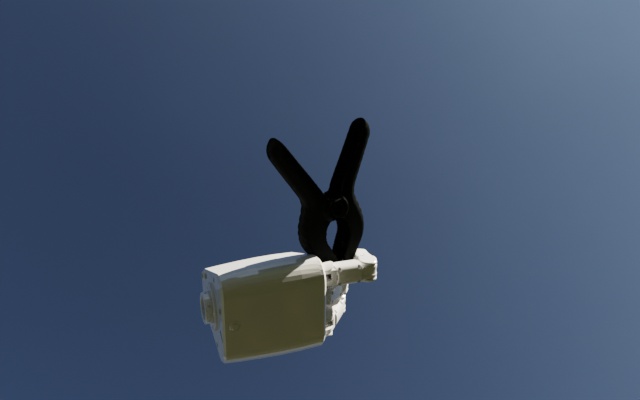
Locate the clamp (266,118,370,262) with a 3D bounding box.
[{"bbox_3d":[0.000,0.002,0.499,0.120,0.171,0.039,-7,13,-27],"label":"clamp"}]
